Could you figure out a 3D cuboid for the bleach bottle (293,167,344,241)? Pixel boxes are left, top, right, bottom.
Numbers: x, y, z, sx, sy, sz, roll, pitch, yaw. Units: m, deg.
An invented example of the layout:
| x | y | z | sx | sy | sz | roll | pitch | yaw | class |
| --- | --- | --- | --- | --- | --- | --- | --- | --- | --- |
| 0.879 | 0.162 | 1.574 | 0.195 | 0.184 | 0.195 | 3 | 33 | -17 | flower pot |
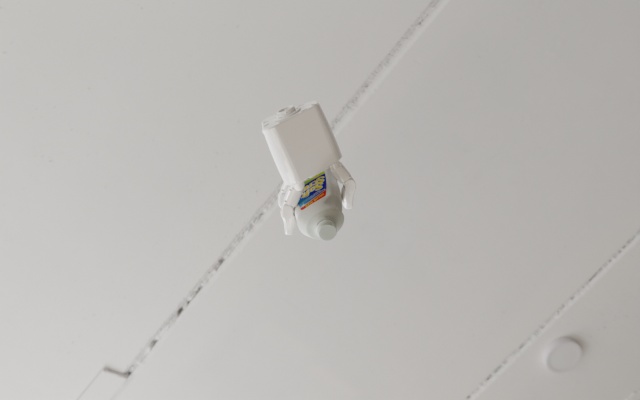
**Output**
| x | y | z | sx | sy | sz | roll | pitch | yaw | class |
| --- | --- | --- | --- | --- | --- | --- | --- | --- | --- |
| 0.000 | 0.003 | 0.857 | 0.102 | 0.068 | 0.250 | -24 | 22 | 0 | bleach bottle |
